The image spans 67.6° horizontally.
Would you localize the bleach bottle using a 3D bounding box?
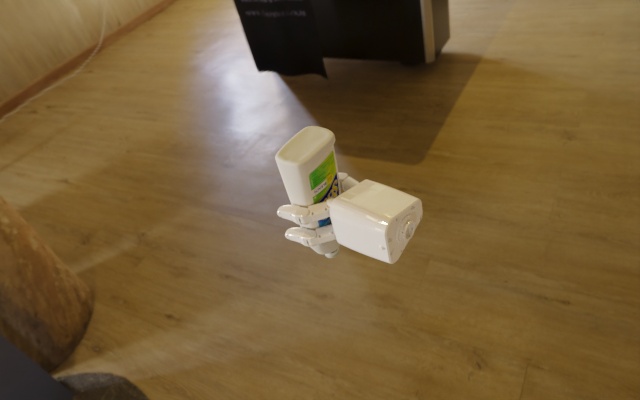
[{"bbox_3d":[0.000,0.003,0.827,0.068,0.251,0.102,22,54,35],"label":"bleach bottle"}]
